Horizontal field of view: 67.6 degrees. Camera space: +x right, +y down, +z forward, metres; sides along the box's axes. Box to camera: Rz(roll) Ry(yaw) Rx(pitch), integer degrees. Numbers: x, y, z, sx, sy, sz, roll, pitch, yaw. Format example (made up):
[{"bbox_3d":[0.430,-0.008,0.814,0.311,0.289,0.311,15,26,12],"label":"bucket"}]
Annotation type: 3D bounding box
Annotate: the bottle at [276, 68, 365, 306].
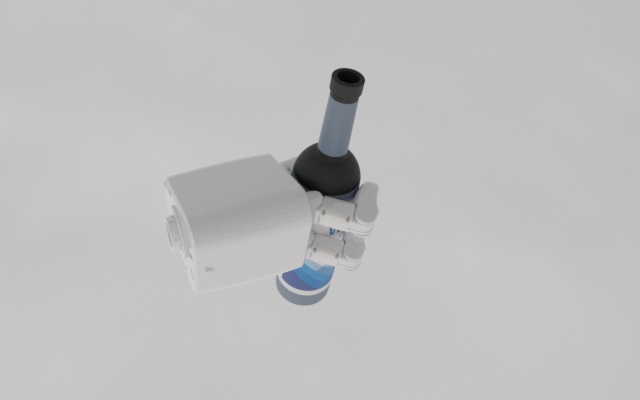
[{"bbox_3d":[0.000,0.002,0.485,0.069,0.069,0.296,0,-43,-12],"label":"bottle"}]
